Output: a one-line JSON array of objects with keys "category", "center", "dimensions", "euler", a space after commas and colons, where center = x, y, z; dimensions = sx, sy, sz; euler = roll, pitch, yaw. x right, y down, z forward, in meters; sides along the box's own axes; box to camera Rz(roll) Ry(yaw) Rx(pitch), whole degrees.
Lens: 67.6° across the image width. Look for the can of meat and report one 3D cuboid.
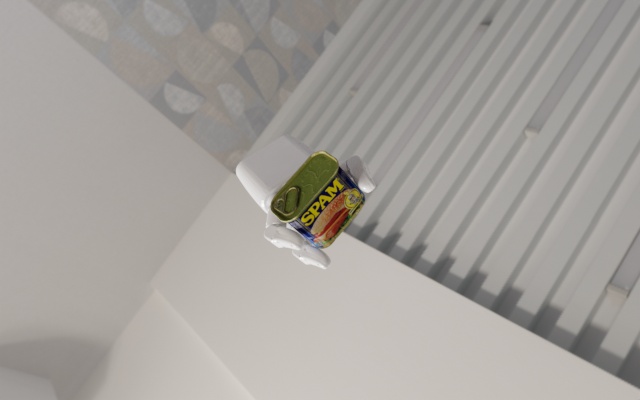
[{"category": "can of meat", "center": [0.000, 0.002, 0.616], "dimensions": [0.057, 0.102, 0.084], "euler": [38, -4, 46]}]
